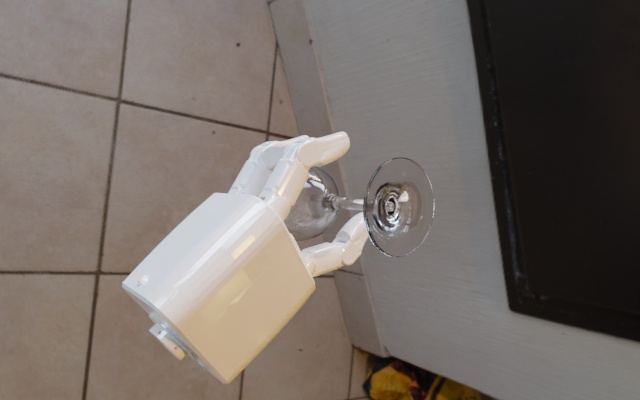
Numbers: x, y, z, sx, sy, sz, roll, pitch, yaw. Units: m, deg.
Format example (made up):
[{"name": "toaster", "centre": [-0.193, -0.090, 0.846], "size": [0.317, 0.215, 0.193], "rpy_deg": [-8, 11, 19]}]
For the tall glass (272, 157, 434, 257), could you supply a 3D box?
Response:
[{"name": "tall glass", "centre": [0.001, 0.001, 0.433], "size": [0.079, 0.079, 0.201], "rpy_deg": [0, 2, -37]}]
